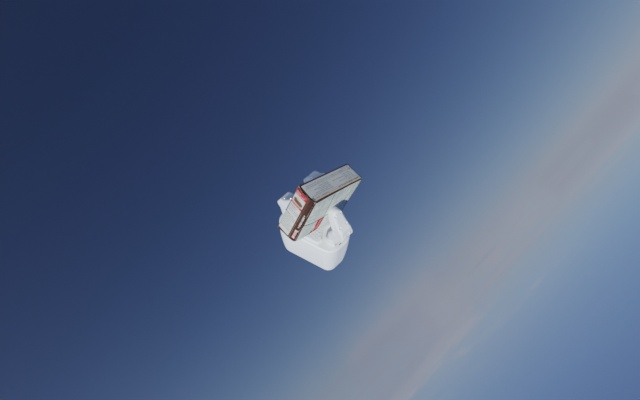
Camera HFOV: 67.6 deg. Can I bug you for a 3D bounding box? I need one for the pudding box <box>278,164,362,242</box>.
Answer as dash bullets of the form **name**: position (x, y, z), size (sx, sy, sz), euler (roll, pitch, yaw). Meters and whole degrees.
- **pudding box**: position (0.000, 0.002, 0.696), size (0.039, 0.090, 0.113), euler (43, 42, 17)
